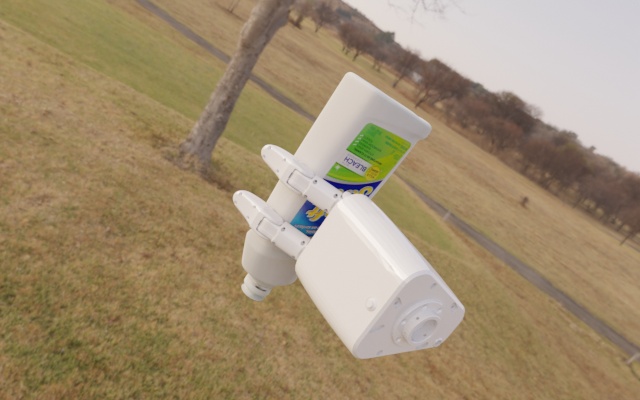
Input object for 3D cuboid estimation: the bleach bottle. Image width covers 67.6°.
[{"bbox_3d":[0.000,0.002,0.492,0.102,0.251,0.068,21,20,-40],"label":"bleach bottle"}]
